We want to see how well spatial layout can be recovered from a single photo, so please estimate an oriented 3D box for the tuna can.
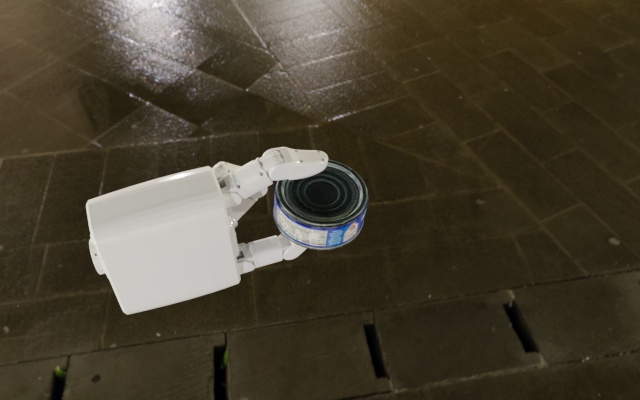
[{"bbox_3d":[0.000,0.001,0.437,0.086,0.086,0.034,0,-42,-7],"label":"tuna can"}]
